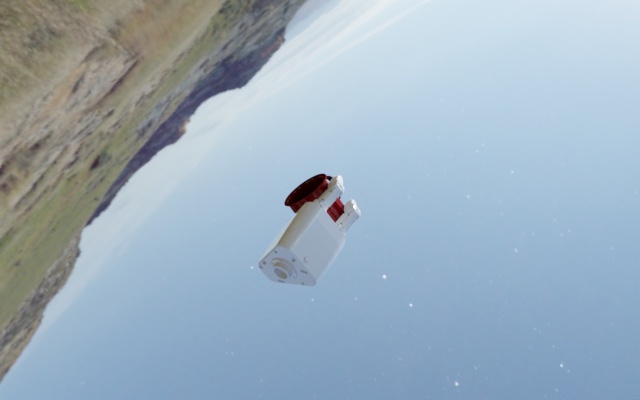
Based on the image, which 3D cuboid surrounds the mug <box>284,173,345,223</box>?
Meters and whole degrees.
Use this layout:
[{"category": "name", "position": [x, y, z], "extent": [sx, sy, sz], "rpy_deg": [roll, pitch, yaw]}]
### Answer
[{"category": "mug", "position": [0.001, 0.002, 0.883], "extent": [0.093, 0.081, 0.117], "rpy_deg": [-17, 27, 45]}]
